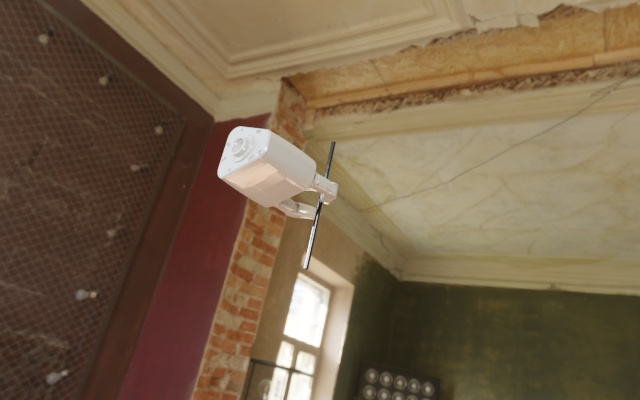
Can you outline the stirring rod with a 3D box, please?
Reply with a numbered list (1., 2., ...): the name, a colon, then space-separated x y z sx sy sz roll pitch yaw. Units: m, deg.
1. stirring rod: 0.000 0.003 0.826 0.011 0.239 0.011 11 -22 4
